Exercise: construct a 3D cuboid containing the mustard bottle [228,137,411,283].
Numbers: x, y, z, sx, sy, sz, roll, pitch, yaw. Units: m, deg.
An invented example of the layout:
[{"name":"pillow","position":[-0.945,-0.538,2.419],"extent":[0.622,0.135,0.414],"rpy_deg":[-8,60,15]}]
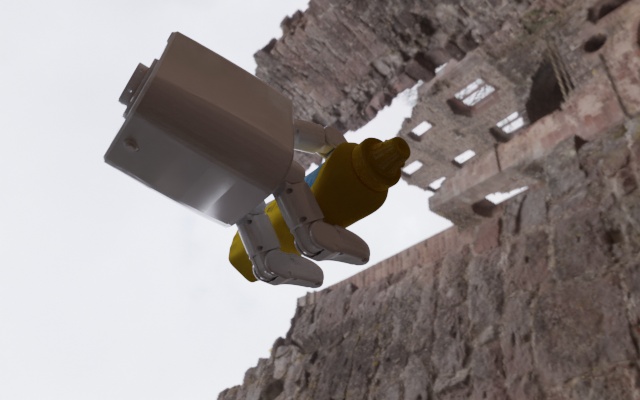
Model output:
[{"name":"mustard bottle","position":[0.000,0.002,0.404],"extent":[0.192,0.058,0.096],"rpy_deg":[-35,10,43]}]
